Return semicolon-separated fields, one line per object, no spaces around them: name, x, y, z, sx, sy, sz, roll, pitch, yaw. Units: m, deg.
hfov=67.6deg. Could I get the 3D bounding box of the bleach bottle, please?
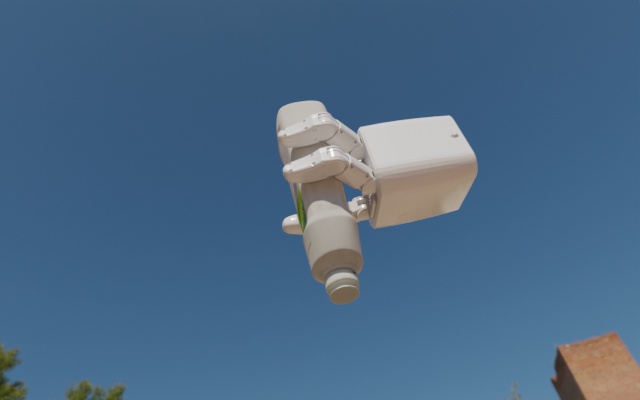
bleach bottle;0.000;0.002;0.516;0.068;0.250;0.103;-10;-43;-4
